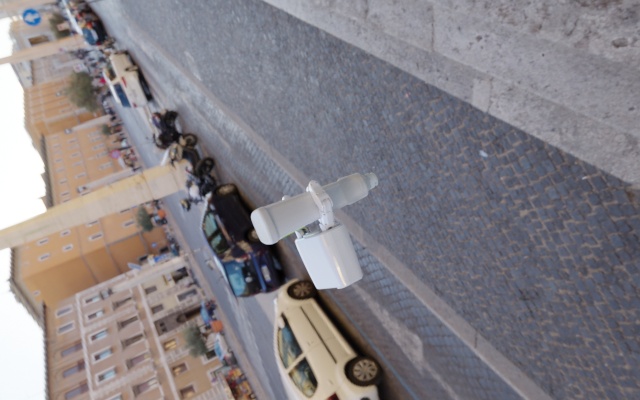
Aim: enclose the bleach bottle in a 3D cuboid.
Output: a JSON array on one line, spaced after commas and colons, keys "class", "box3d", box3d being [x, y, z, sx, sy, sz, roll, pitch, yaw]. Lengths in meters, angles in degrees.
[{"class": "bleach bottle", "box3d": [0.000, 0.003, 0.893, 0.251, 0.068, 0.102, -23, 2, -19]}]
